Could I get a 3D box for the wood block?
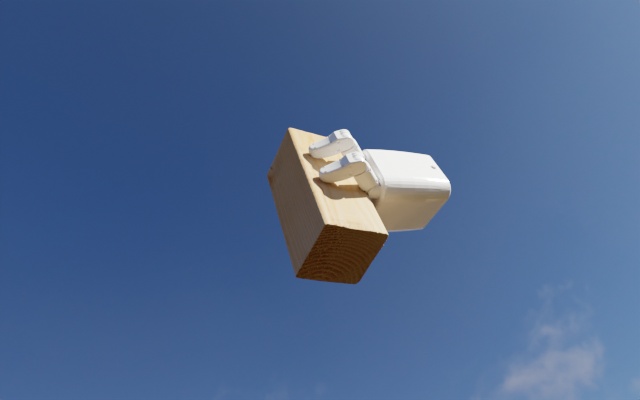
[{"bbox_3d":[0.000,0.002,0.639,0.090,0.091,0.206,11,34,-26],"label":"wood block"}]
